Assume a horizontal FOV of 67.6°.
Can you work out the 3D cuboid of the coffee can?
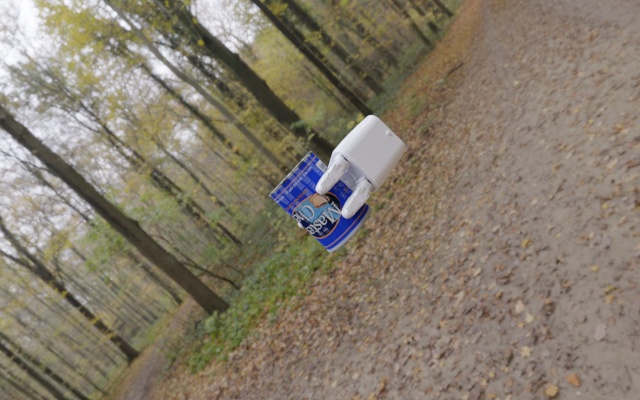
[{"bbox_3d":[0.000,0.003,0.795,0.140,0.103,0.103,43,-6,-6],"label":"coffee can"}]
